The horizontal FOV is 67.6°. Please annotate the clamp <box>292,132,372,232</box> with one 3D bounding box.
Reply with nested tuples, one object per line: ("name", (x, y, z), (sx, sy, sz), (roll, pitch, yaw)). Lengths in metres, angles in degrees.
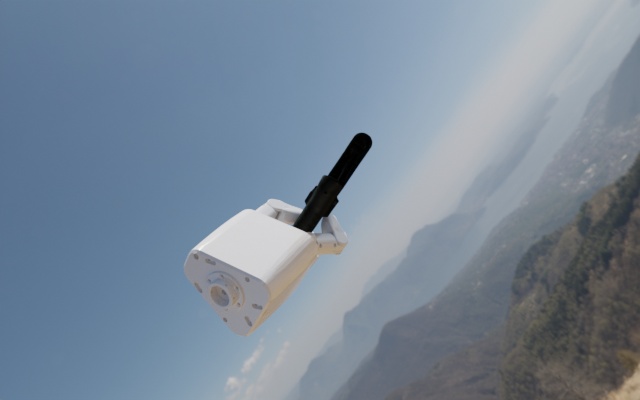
("clamp", (0.000, 0.002, 0.581), (0.039, 0.171, 0.120), (36, 33, 8))
